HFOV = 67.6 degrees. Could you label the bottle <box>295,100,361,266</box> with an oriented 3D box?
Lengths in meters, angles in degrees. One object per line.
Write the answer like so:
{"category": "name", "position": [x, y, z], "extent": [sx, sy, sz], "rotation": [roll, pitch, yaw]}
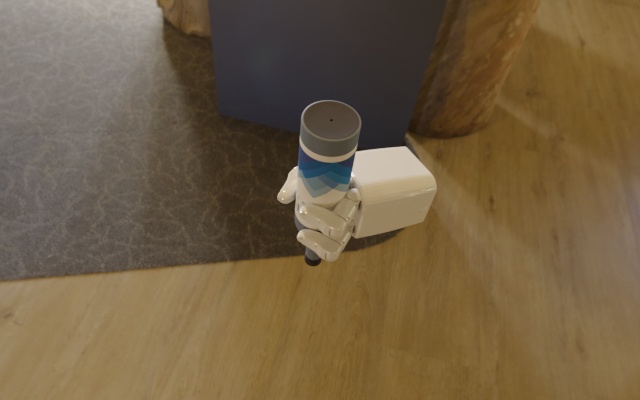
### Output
{"category": "bottle", "position": [0.000, 0.002, 0.638], "extent": [0.069, 0.069, 0.296], "rotation": [0, -38, -6]}
